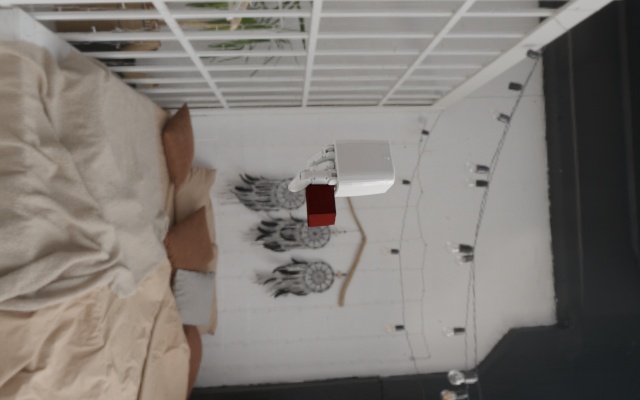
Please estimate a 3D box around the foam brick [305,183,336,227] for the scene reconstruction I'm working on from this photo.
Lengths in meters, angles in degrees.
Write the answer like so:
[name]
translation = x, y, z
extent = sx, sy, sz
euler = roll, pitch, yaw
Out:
[foam brick]
translation = 0.000, 0.003, 0.883
extent = 0.051, 0.078, 0.053
euler = -2, -27, -5
